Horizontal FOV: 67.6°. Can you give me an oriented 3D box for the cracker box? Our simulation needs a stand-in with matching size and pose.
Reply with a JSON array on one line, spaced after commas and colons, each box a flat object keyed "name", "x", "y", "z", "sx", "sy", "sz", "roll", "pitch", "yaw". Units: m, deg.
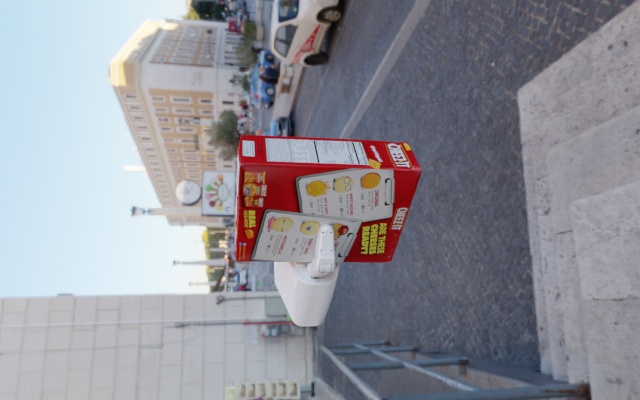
[{"name": "cracker box", "x": 0.000, "y": 0.002, "z": 0.611, "sx": 0.214, "sy": 0.164, "sz": 0.072, "roll": 1, "pitch": 41, "yaw": -11}]
